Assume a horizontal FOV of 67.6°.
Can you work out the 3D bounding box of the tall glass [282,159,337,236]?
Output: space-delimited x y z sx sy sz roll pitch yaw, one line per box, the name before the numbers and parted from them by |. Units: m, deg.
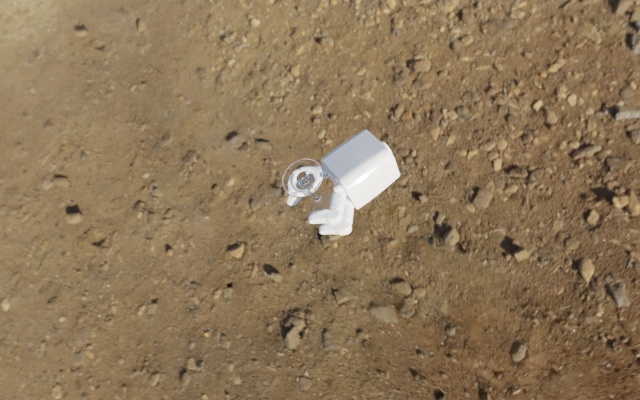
tall glass | 0.000 0.003 0.895 0.079 0.079 0.201 0 -25 19
